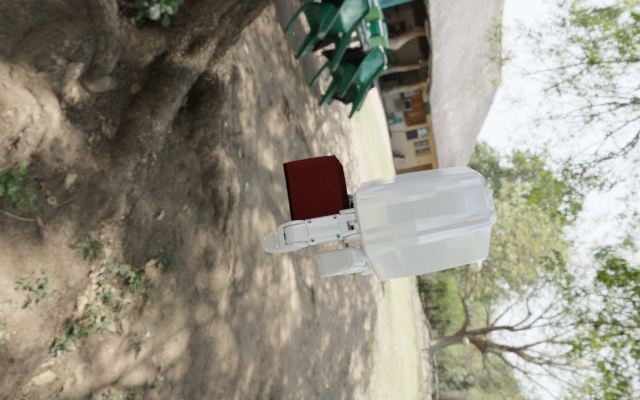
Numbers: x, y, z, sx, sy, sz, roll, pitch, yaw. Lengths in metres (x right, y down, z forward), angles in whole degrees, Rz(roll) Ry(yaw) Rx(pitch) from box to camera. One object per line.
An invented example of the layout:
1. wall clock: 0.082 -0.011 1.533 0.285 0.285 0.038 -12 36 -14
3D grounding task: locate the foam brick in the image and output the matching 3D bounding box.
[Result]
1. foam brick: 0.000 0.001 0.461 0.051 0.078 0.053 -11 -11 11
